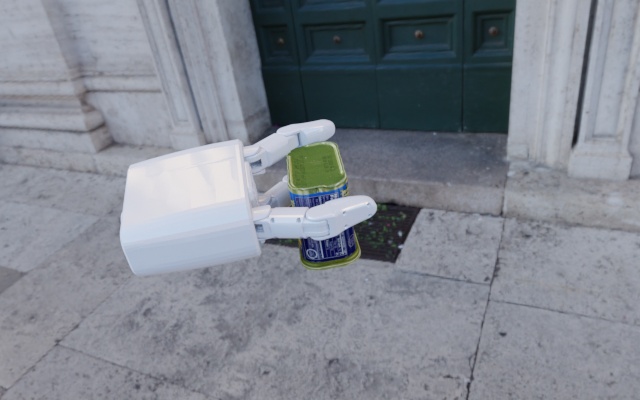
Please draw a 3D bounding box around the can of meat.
[{"bbox_3d":[0.000,0.001,0.453,0.057,0.084,0.102,-10,30,-1],"label":"can of meat"}]
